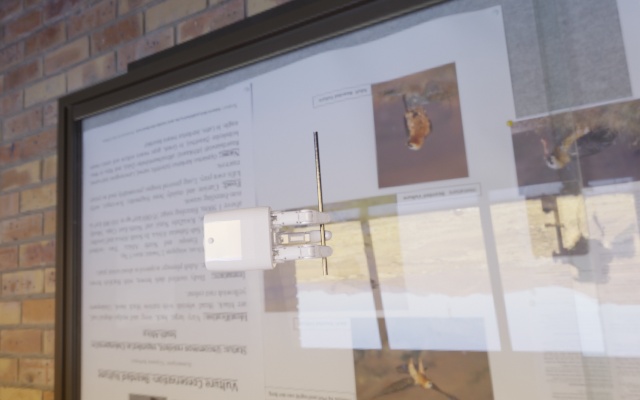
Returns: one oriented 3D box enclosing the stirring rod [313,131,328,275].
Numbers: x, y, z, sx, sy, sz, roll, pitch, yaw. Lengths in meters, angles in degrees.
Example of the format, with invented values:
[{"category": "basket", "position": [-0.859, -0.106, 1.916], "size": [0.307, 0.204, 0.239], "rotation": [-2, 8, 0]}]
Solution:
[{"category": "stirring rod", "position": [0.000, 0.003, 0.792], "size": [0.011, 0.239, 0.011], "rotation": [-4, -8, -1]}]
